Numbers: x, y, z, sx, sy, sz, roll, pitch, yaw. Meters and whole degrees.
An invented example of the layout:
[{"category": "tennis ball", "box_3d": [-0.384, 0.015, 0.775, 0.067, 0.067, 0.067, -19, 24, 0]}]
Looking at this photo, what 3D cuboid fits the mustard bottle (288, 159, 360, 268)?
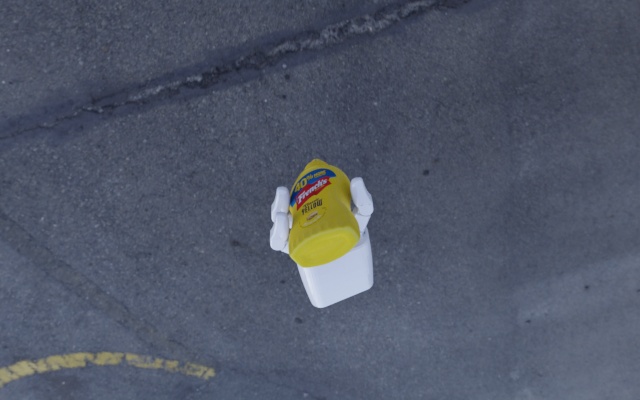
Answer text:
[{"category": "mustard bottle", "box_3d": [0.000, 0.002, 0.685, 0.096, 0.191, 0.058, -29, -54, 19]}]
